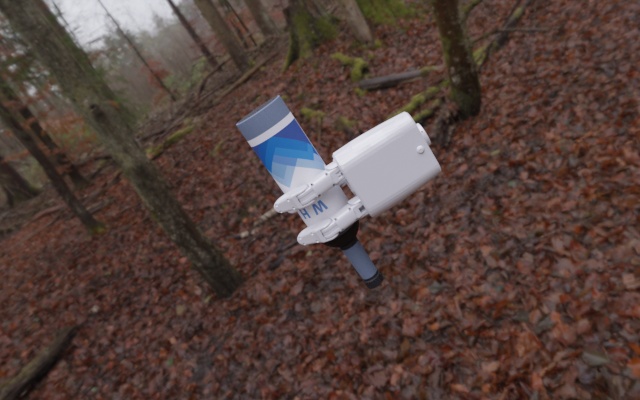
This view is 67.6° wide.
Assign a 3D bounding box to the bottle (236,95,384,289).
[{"bbox_3d":[0.000,0.002,0.644,0.069,0.296,0.069,-31,18,11],"label":"bottle"}]
